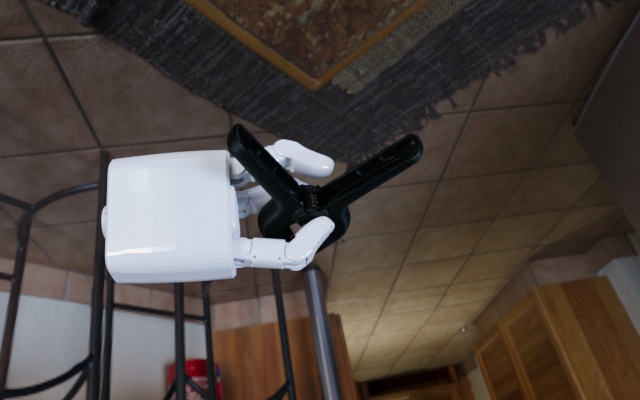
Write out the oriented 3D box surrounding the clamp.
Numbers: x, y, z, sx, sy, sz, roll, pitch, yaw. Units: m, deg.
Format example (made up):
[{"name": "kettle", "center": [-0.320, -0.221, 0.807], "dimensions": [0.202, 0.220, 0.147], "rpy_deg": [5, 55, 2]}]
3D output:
[{"name": "clamp", "center": [0.000, 0.003, 0.463], "dimensions": [0.164, 0.036, 0.210], "rpy_deg": [-2, -34, -7]}]
